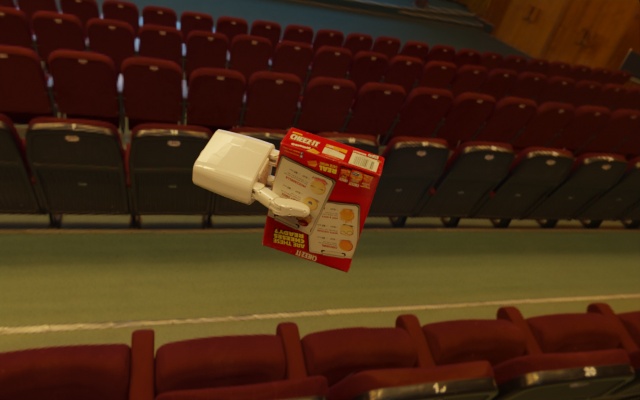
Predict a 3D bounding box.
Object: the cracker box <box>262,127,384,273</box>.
[{"bbox_3d":[0.000,0.003,0.811,0.164,0.214,0.072,18,36,5],"label":"cracker box"}]
